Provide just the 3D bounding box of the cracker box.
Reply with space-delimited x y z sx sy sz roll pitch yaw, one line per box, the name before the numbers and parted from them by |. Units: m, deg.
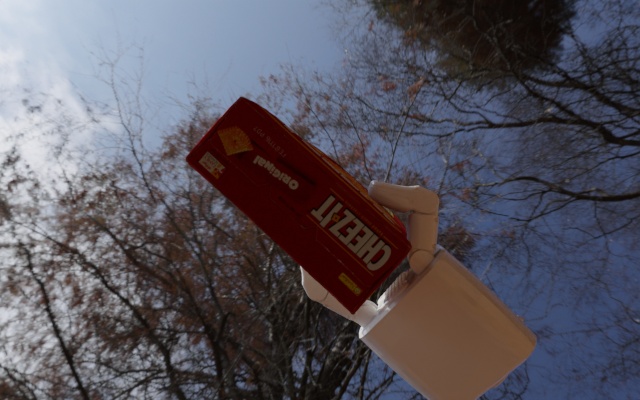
cracker box | 0.000 0.002 0.431 0.164 0.072 0.214 41 5 7
